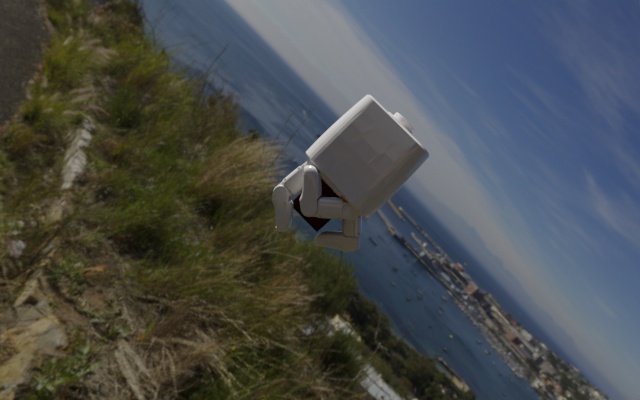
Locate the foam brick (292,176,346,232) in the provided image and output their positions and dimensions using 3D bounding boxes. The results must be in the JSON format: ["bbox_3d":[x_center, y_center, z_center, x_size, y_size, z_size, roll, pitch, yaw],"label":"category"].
[{"bbox_3d":[0.000,0.002,0.643,0.051,0.053,0.078,-44,0,8],"label":"foam brick"}]
